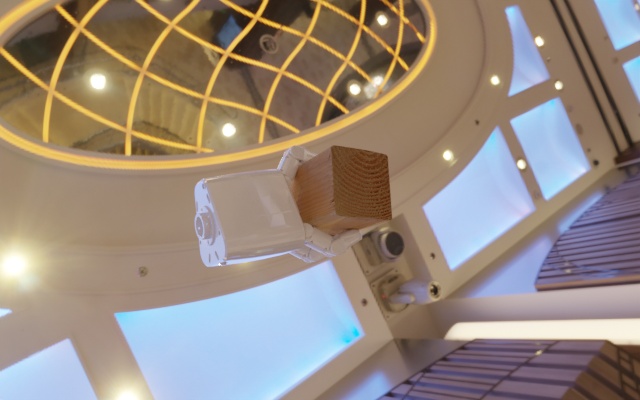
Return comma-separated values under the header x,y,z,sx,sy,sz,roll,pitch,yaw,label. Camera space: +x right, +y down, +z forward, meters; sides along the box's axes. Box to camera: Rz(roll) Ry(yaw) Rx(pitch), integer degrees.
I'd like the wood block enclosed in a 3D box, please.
x,y,z,sx,sy,sz,roll,pitch,yaw,label
0.000,0.002,0.674,0.090,0.090,0.206,6,-16,-31,wood block
